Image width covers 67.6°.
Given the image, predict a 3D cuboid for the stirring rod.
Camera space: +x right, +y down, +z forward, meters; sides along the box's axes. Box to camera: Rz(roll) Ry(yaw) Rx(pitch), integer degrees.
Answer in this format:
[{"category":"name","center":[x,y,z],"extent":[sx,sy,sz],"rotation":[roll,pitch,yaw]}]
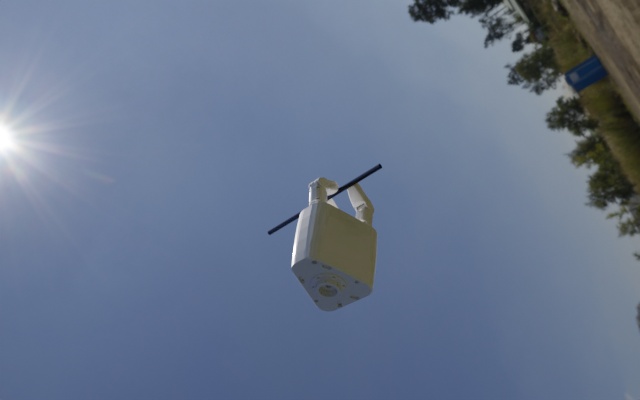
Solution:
[{"category":"stirring rod","center":[0.000,0.002,0.771],"extent":[0.239,0.011,0.011],"rotation":[-31,-17,30]}]
